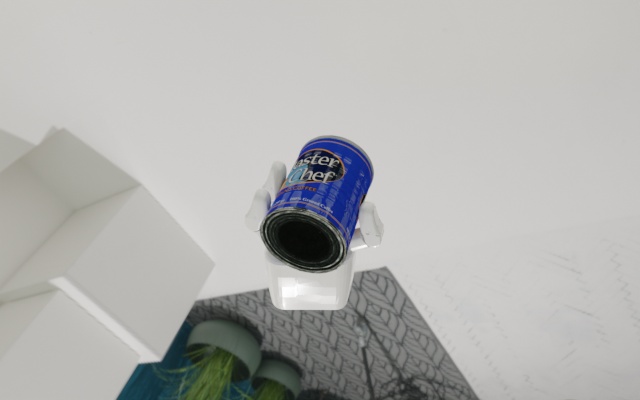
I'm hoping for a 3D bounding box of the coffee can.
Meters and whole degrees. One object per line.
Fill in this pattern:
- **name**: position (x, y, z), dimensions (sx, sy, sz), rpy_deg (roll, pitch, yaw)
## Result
- **coffee can**: position (0.000, 0.002, 0.578), dimensions (0.103, 0.103, 0.140), rpy_deg (0, 41, 22)
